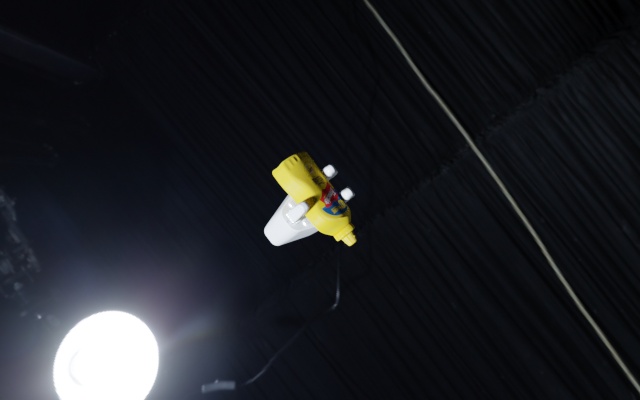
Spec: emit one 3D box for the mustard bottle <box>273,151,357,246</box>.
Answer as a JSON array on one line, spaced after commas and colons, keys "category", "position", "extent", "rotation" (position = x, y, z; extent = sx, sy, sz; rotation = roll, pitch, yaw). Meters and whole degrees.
[{"category": "mustard bottle", "position": [0.000, 0.002, 0.870], "extent": [0.058, 0.191, 0.096], "rotation": [-39, -2, 30]}]
